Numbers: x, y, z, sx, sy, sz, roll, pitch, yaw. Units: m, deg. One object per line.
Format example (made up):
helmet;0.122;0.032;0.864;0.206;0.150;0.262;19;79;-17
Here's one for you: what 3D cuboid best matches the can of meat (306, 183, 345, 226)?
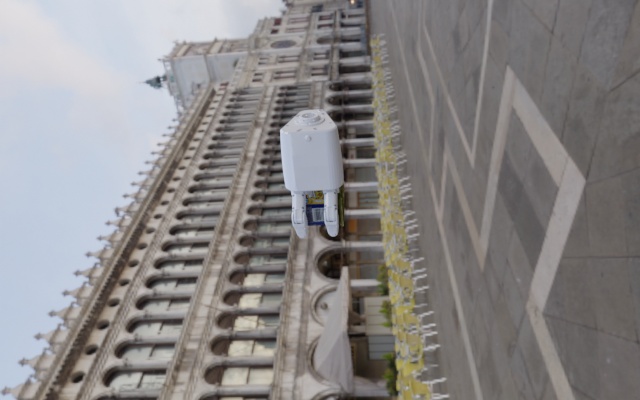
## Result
can of meat;0.000;0.003;0.862;0.084;0.057;0.102;-3;33;5
